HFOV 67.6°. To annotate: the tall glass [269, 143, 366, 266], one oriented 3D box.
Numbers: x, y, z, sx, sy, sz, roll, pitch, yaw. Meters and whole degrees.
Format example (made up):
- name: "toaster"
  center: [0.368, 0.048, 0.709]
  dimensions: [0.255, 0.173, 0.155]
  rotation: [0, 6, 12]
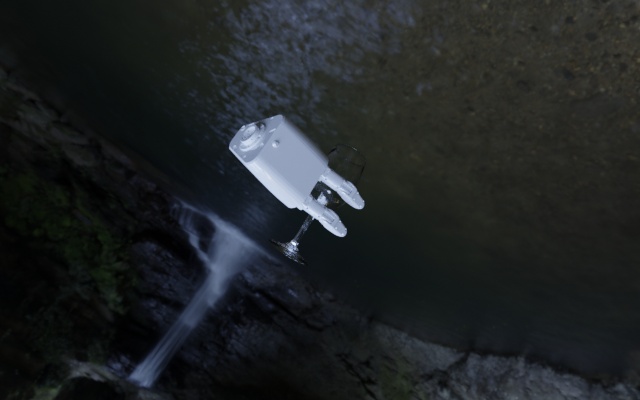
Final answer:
- name: "tall glass"
  center: [0.000, 0.003, 0.787]
  dimensions: [0.079, 0.201, 0.079]
  rotation: [30, -15, 9]
